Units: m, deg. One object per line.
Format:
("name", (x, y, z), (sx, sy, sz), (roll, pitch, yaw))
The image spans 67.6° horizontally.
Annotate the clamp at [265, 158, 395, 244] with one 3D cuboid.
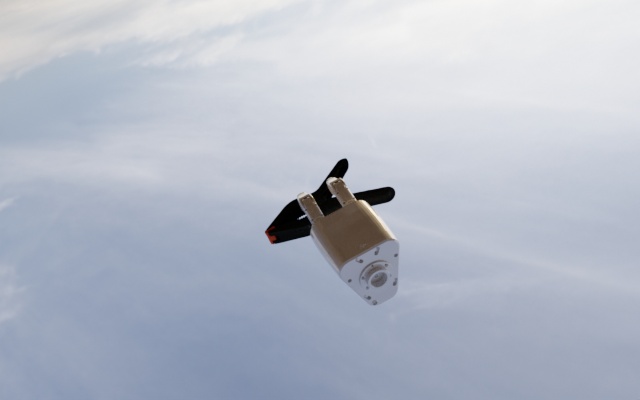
("clamp", (0.000, 0.004, 0.798), (0.210, 0.036, 0.164), (-28, 32, -6))
